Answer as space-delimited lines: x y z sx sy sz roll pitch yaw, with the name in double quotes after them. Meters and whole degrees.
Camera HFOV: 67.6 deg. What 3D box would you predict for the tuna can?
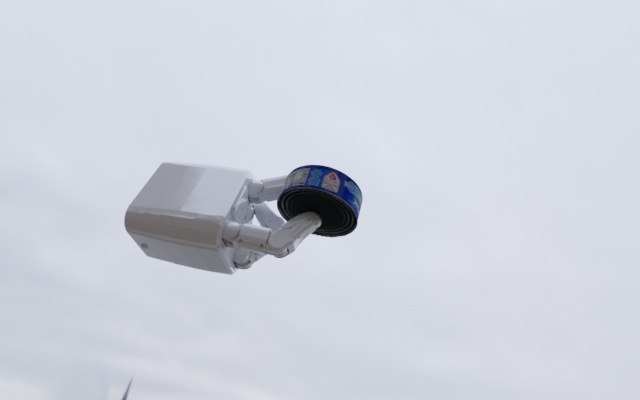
0.000 0.001 0.497 0.086 0.033 0.086 12 -33 8 "tuna can"
